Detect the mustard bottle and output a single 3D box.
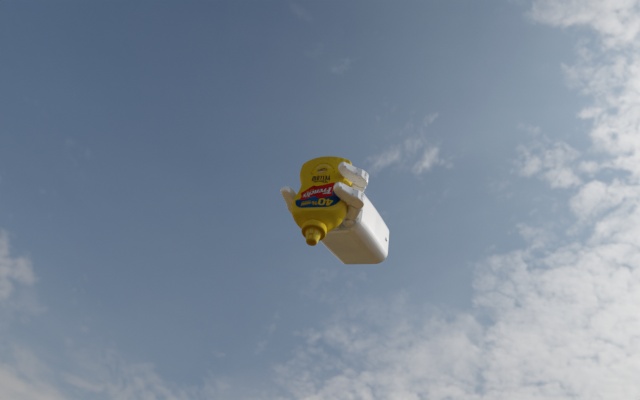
[{"bbox_3d":[0.000,0.002,0.828,0.096,0.058,0.191,-1,43,13],"label":"mustard bottle"}]
